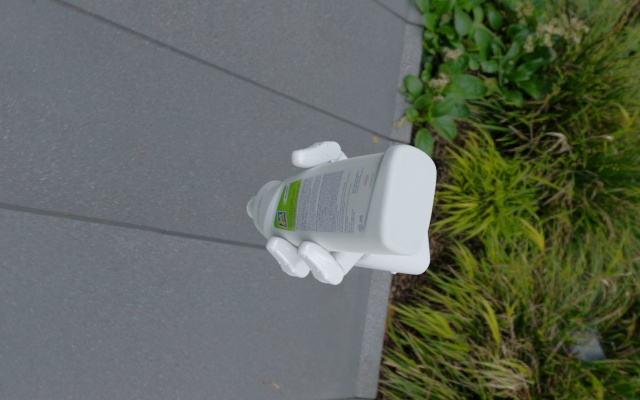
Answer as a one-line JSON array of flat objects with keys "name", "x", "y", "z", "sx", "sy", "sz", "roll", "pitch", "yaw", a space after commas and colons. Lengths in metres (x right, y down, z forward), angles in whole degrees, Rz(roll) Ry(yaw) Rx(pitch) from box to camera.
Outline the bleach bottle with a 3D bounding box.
[{"name": "bleach bottle", "x": 0.000, "y": 0.002, "z": 0.520, "sx": 0.068, "sy": 0.102, "sz": 0.251, "roll": 19, "pitch": -12, "yaw": -39}]
